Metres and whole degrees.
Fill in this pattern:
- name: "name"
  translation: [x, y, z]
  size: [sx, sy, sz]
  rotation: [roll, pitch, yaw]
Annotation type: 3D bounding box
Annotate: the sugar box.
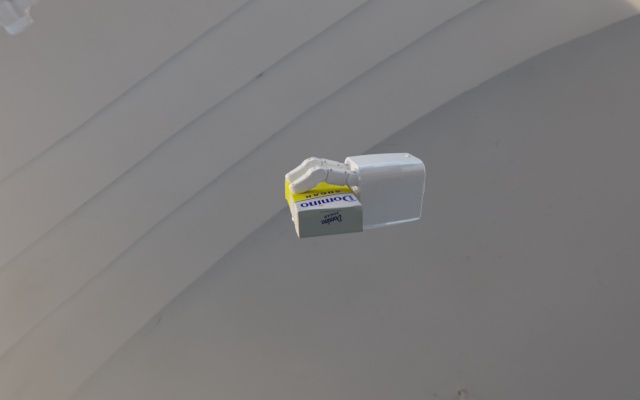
- name: "sugar box"
  translation: [0.000, 0.002, 0.726]
  size: [0.093, 0.048, 0.176]
  rotation: [-5, 16, -9]
